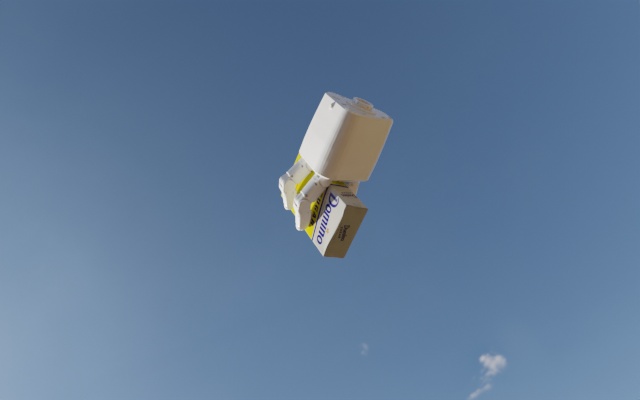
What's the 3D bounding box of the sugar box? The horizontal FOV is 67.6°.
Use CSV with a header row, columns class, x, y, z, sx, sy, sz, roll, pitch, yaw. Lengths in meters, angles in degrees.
class,x,y,z,sx,sy,sz,roll,pitch,yaw
sugar box,0.000,0.002,0.760,0.048,0.093,0.176,10,26,-31
